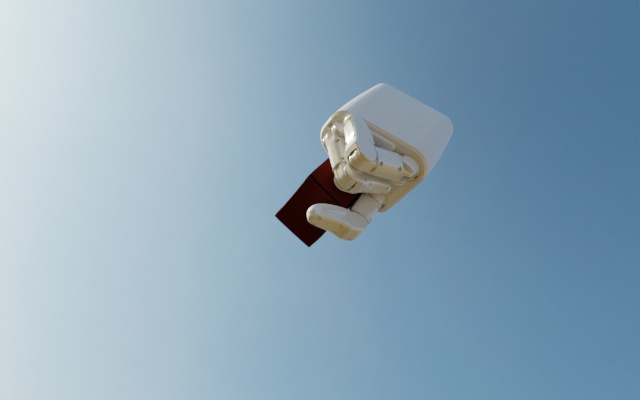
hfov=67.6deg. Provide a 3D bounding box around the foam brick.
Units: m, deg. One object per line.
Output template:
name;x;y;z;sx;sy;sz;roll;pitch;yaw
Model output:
foam brick;0.000;0.002;0.503;0.078;0.053;0.051;-46;-1;43
